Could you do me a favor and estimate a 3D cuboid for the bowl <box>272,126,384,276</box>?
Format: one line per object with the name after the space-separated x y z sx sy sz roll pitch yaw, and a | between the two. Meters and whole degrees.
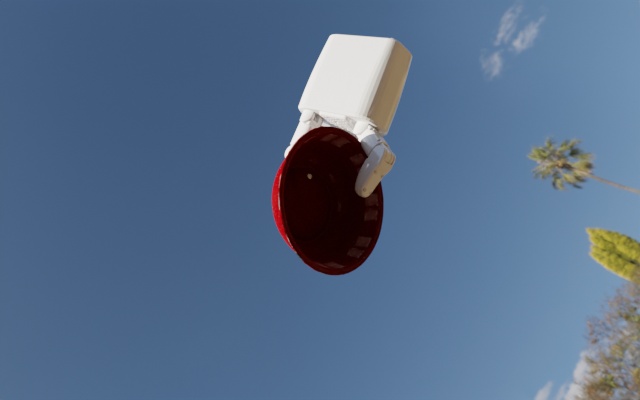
-0.001 0.003 0.533 0.162 0.162 0.055 0 -5 -45 | bowl
